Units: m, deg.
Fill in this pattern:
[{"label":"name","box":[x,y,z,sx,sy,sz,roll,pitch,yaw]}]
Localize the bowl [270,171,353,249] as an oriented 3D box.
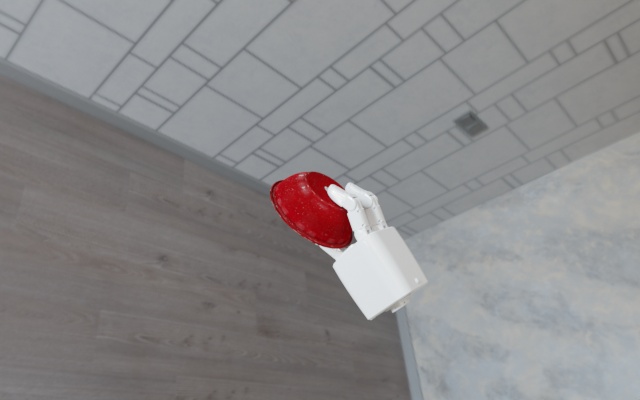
[{"label":"bowl","box":[-0.001,0.001,0.784,0.162,0.055,0.162,28,27,-16]}]
